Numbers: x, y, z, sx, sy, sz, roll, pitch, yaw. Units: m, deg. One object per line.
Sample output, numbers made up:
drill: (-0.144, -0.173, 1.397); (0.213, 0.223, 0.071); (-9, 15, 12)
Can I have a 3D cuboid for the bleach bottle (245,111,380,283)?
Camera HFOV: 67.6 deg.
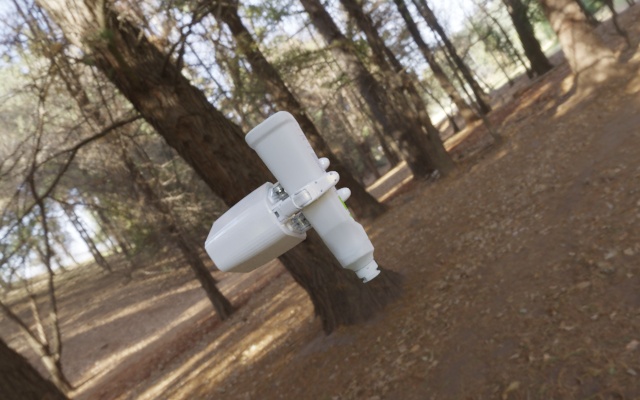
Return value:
bleach bottle: (0.000, 0.002, 0.650); (0.068, 0.251, 0.102); (-34, 0, 8)
